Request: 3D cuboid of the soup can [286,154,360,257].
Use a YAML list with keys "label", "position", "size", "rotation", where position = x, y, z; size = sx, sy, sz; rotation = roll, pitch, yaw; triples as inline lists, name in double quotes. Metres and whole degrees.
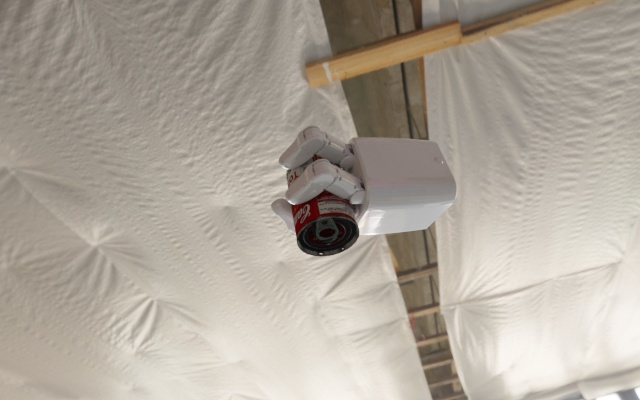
- label: "soup can"
  position: [0.000, 0.002, 0.535]
  size: [0.068, 0.102, 0.069]
  rotation: [-7, -41, -6]
